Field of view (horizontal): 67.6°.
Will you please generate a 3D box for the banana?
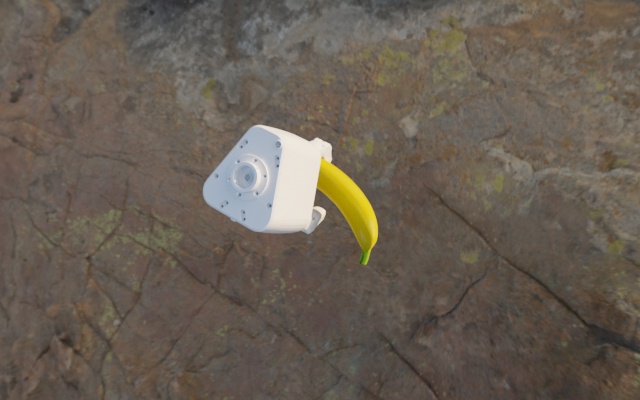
[{"bbox_3d":[0.015,-0.007,0.636,0.070,0.198,0.037,-42,-9,20],"label":"banana"}]
